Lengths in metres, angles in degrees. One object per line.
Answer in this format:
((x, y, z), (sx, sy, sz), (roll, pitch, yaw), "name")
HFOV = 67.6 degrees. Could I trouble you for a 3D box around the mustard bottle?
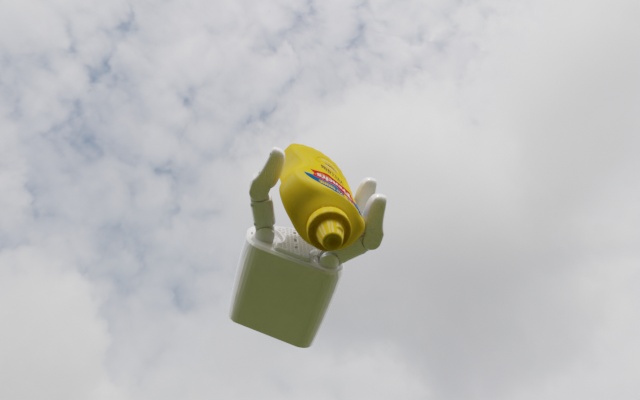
((0.000, 0.001, 0.500), (0.096, 0.058, 0.191), (39, 13, -19), "mustard bottle")
